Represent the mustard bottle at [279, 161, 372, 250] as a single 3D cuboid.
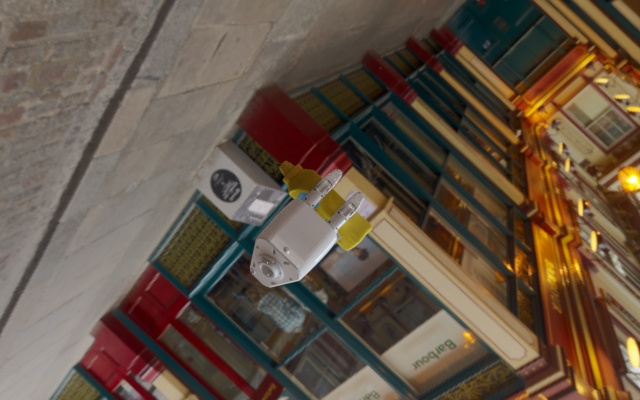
[{"bbox_3d":[0.001,0.003,0.844,0.058,0.191,0.096,-46,-1,-19],"label":"mustard bottle"}]
